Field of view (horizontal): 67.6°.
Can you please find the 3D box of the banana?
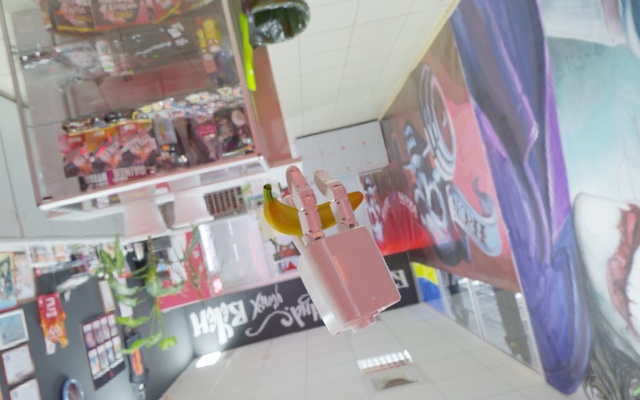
[{"bbox_3d":[-0.011,0.017,0.663,0.198,0.070,0.037,1,38,-49],"label":"banana"}]
